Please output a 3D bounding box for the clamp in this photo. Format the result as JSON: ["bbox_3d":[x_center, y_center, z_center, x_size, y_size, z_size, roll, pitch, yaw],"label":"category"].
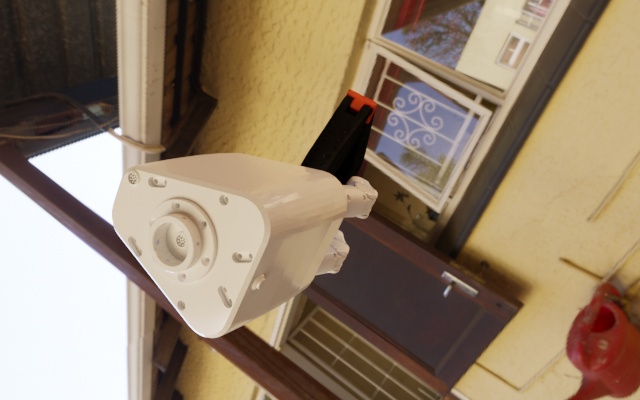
[{"bbox_3d":[0.000,0.001,0.442,0.036,0.210,0.164,31,19,16],"label":"clamp"}]
